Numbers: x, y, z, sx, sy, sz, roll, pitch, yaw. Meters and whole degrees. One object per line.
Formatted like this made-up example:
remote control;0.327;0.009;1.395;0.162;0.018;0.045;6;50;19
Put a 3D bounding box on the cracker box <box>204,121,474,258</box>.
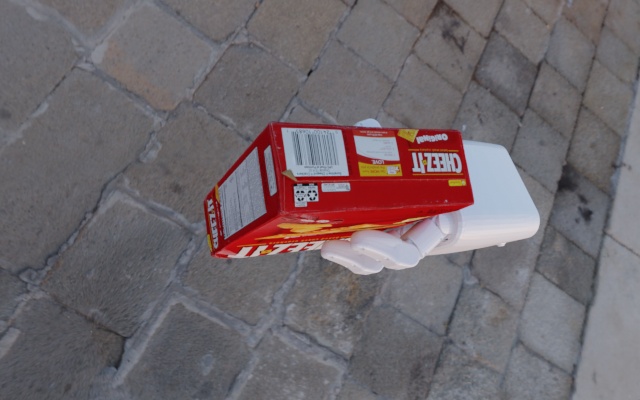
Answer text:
cracker box;0.000;0.001;0.431;0.164;0.072;0.214;-2;-13;-26
